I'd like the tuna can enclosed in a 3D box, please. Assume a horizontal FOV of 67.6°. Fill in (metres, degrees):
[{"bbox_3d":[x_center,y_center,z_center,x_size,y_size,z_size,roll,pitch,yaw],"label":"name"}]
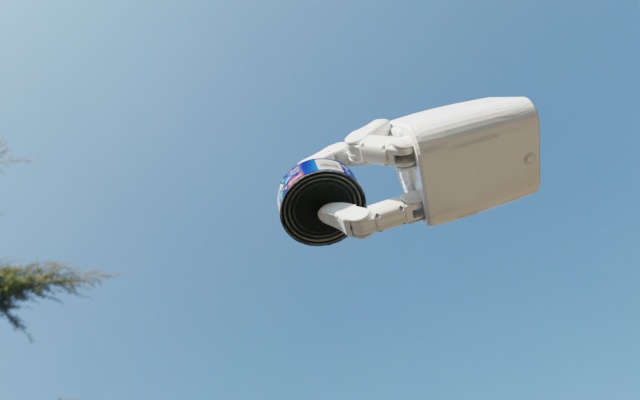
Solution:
[{"bbox_3d":[0.000,0.001,0.476,0.086,0.086,0.033,0,30,-13],"label":"tuna can"}]
